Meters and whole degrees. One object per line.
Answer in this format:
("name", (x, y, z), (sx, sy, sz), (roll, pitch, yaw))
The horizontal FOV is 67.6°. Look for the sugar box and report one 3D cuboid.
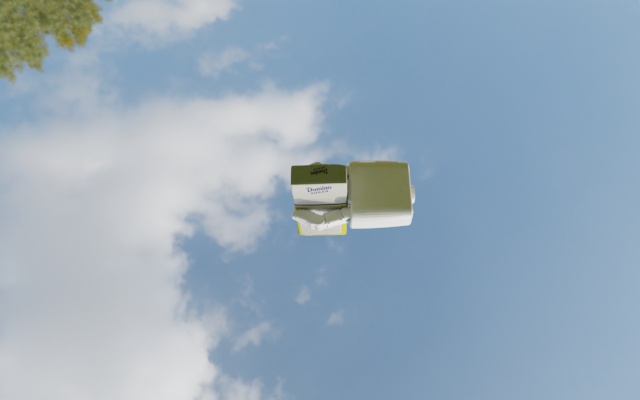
("sugar box", (0.000, 0.002, 0.844), (0.093, 0.048, 0.176), (-1, -34, 1))
